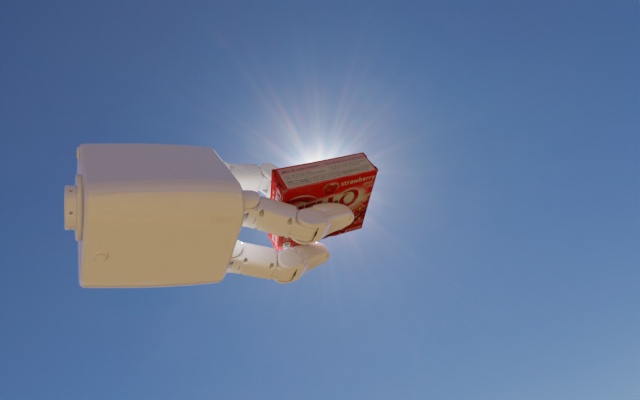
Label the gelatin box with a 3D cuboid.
[{"bbox_3d":[0.000,0.001,0.416,0.089,0.073,0.030,-14,48,-24],"label":"gelatin box"}]
